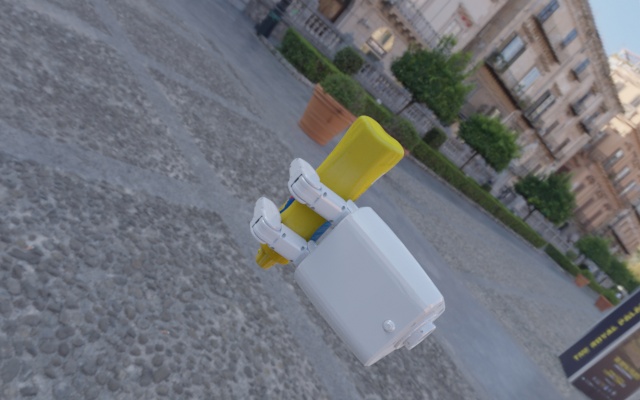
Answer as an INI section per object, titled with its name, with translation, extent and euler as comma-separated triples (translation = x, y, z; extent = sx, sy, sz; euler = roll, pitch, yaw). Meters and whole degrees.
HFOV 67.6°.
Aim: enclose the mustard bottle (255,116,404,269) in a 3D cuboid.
[mustard bottle]
translation = 0.000, 0.001, 0.490
extent = 0.058, 0.192, 0.096
euler = 43, 15, 0
